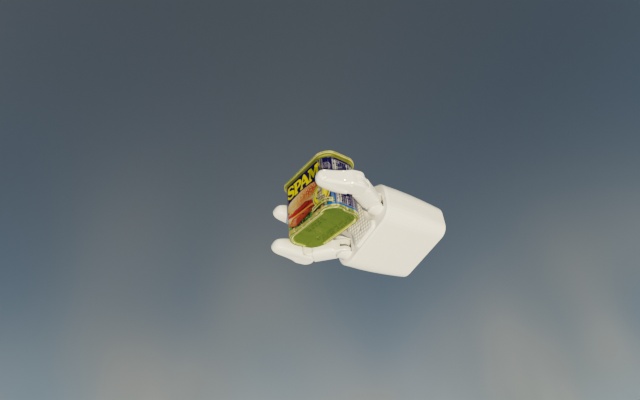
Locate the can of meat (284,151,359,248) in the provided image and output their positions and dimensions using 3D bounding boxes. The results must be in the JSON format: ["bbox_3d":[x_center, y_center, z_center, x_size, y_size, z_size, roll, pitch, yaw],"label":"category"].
[{"bbox_3d":[0.000,0.002,0.602,0.057,0.084,0.102,20,-42,-32],"label":"can of meat"}]
